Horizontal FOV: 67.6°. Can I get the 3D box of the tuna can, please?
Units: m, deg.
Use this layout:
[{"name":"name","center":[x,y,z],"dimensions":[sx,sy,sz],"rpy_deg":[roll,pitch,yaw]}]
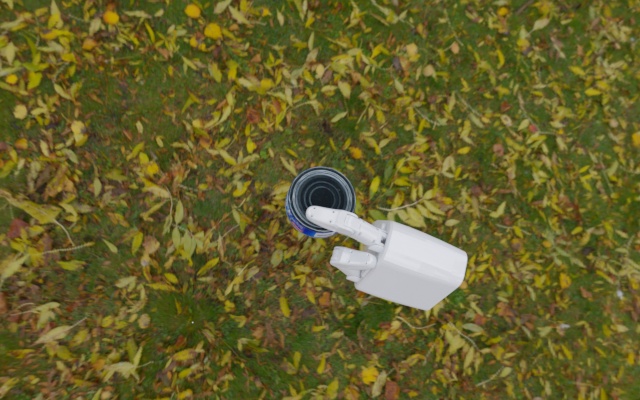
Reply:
[{"name":"tuna can","center":[0.000,0.002,0.592],"dimensions":[0.086,0.086,0.034],"rpy_deg":[0,-16,-10]}]
